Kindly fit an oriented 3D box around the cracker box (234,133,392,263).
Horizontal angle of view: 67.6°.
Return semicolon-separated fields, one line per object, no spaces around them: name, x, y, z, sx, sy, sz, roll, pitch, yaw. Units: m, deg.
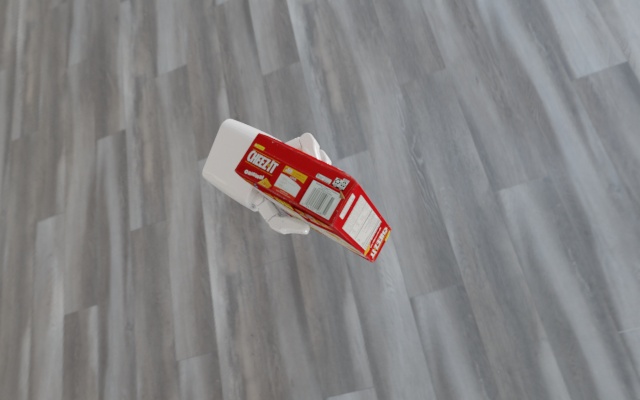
cracker box;0.000;0.002;0.685;0.164;0.072;0.214;28;-7;26
